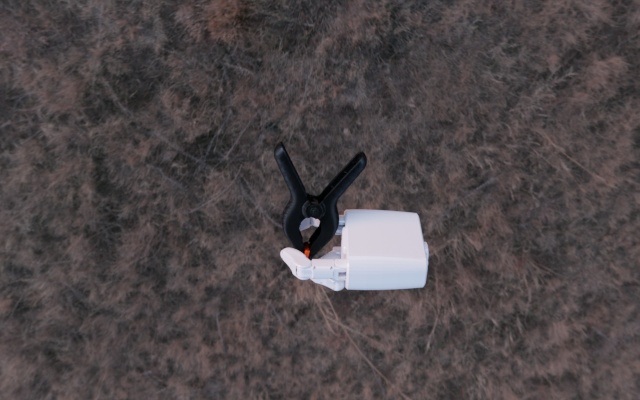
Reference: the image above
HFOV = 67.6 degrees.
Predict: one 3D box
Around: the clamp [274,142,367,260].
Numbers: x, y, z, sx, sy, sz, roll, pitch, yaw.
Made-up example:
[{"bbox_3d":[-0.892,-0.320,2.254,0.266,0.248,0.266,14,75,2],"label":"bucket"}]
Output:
[{"bbox_3d":[0.000,0.003,0.643,0.120,0.171,0.039,1,28,0],"label":"clamp"}]
